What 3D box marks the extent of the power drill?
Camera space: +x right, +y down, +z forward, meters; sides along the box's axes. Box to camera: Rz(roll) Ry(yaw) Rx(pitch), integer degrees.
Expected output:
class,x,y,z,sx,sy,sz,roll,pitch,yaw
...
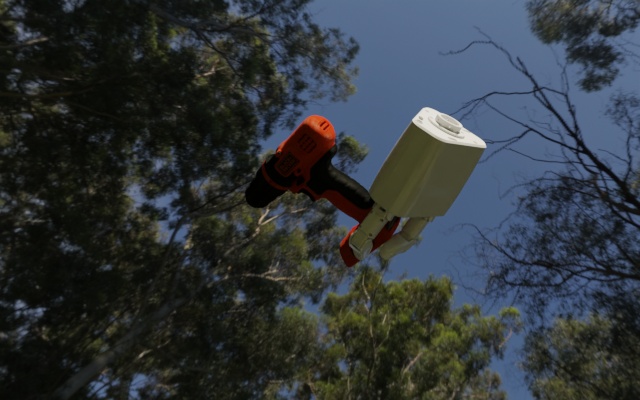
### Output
class,x,y,z,sx,sy,sz,roll,pitch,yaw
power drill,0.001,0.002,0.646,0.184,0.187,0.057,-42,8,41
